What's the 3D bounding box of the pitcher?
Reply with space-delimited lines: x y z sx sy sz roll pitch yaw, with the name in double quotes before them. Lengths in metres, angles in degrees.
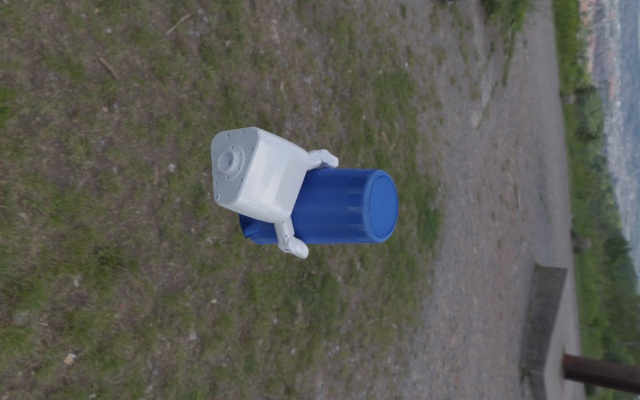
"pitcher" 0.000 0.003 0.768 0.243 0.149 0.145 0 -14 35
